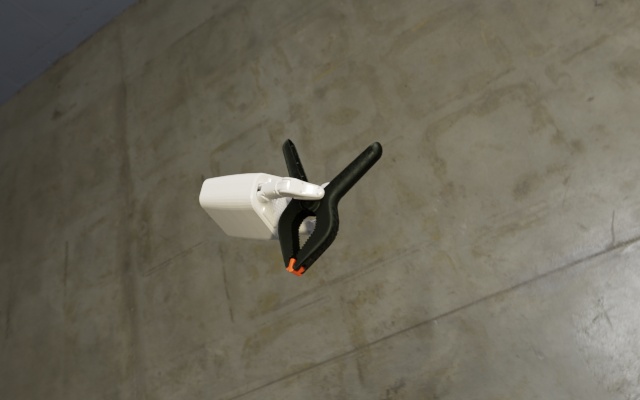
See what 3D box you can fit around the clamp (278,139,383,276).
[{"bbox_3d":[-0.001,0.002,0.672,0.164,0.210,0.036,-1,-22,30],"label":"clamp"}]
